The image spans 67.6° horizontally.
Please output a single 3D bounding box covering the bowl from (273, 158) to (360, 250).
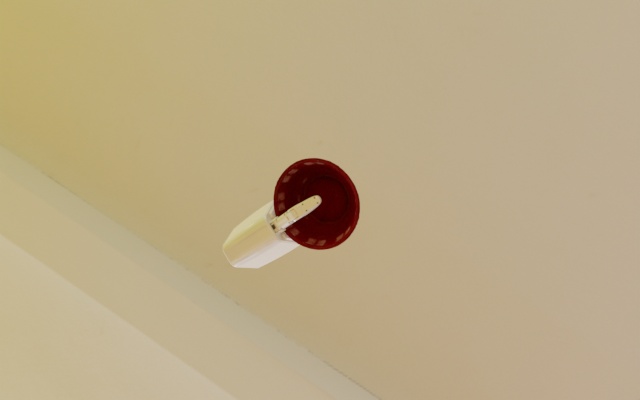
[{"bbox_3d":[0.001,0.002,0.843,0.162,0.162,0.055,0,11,23],"label":"bowl"}]
